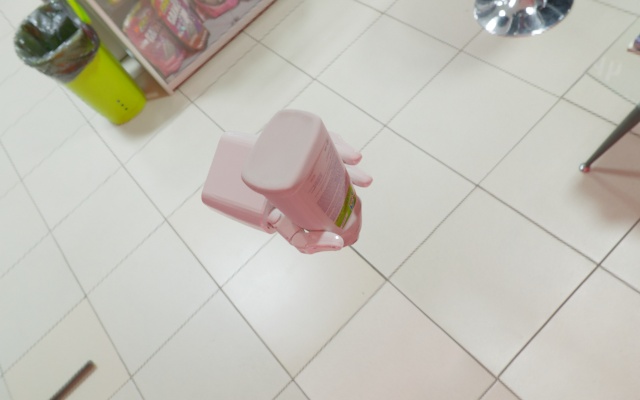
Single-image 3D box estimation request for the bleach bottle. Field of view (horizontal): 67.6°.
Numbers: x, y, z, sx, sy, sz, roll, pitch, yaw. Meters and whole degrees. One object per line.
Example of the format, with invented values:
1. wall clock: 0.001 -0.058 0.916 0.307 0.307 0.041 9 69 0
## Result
1. bleach bottle: 0.000 0.002 0.579 0.068 0.102 0.251 16 -20 27
